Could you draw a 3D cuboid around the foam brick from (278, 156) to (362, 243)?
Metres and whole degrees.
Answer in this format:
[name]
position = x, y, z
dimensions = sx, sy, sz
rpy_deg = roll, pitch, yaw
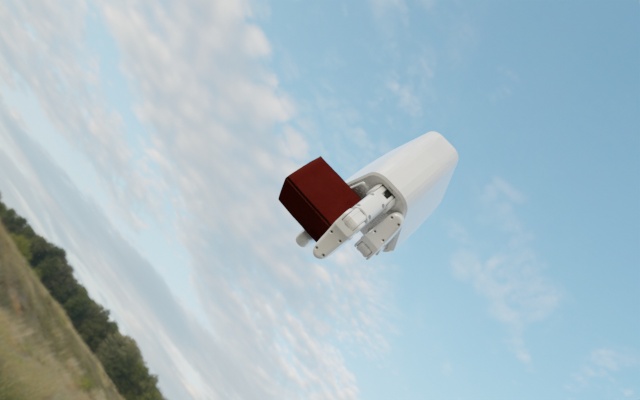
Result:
[foam brick]
position = 0.000, 0.002, 0.524
dimensions = 0.051, 0.078, 0.053
rpy_deg = -38, -10, -28
